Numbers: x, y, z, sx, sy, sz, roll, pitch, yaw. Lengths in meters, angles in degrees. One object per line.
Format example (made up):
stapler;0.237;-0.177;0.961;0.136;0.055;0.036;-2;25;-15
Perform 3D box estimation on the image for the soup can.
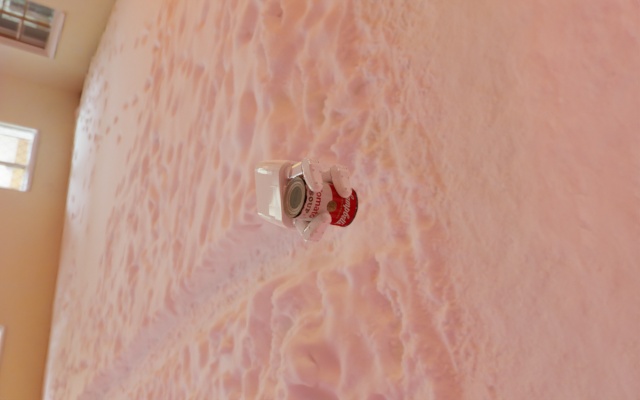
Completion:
soup can;0.000;0.003;0.761;0.102;0.068;0.068;11;-6;-33
